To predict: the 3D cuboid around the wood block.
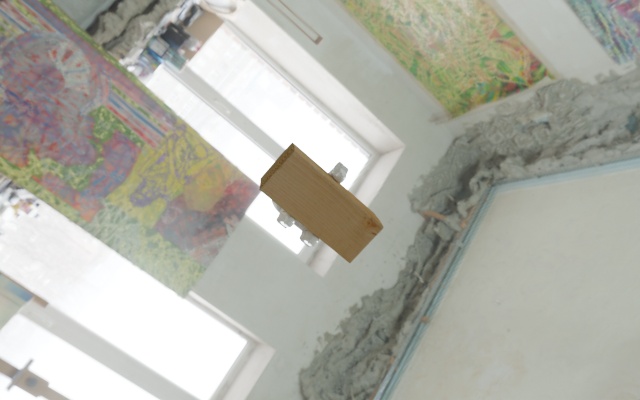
[{"bbox_3d":[0.000,0.003,0.844,0.206,0.091,0.090,40,9,-15],"label":"wood block"}]
